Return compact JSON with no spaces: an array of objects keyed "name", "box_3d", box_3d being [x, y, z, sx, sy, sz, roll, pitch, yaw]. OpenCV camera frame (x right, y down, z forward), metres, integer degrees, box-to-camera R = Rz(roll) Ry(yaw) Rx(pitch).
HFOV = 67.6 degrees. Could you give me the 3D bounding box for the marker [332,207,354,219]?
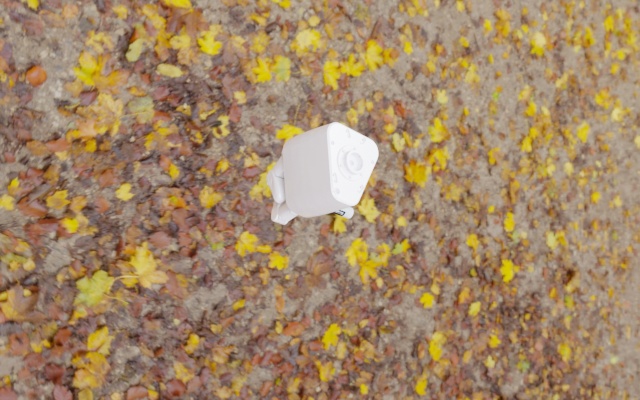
[{"name":"marker","box_3d":[0.000,0.002,0.736,0.121,0.020,0.020,21,-12,-33]}]
